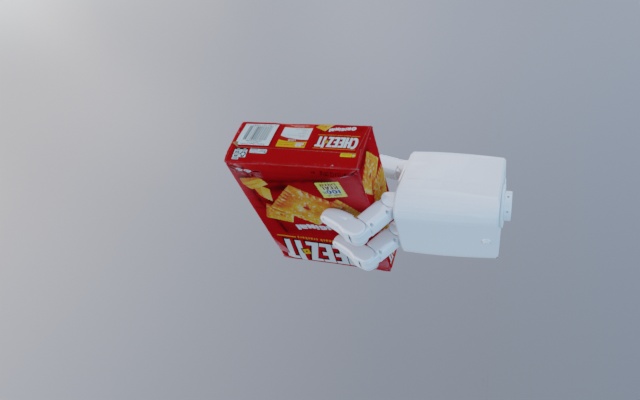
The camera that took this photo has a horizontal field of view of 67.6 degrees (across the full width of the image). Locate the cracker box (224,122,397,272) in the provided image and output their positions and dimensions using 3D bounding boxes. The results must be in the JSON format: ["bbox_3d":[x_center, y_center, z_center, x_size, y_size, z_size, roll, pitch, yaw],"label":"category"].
[{"bbox_3d":[0.000,0.002,0.593,0.164,0.072,0.214,6,-35,23],"label":"cracker box"}]
